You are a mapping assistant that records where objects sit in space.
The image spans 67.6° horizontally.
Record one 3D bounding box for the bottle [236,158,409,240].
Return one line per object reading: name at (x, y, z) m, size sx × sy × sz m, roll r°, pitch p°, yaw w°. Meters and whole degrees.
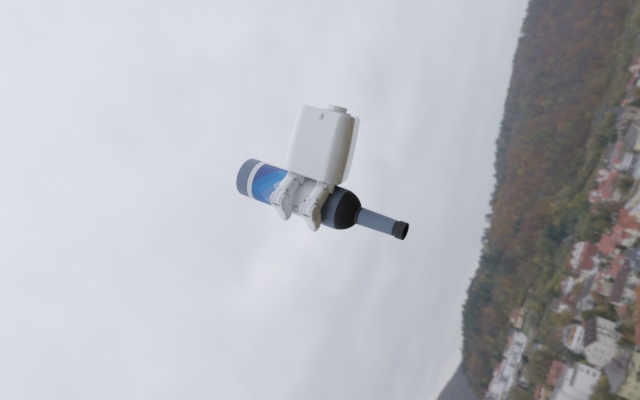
bottle at (0.000, 0.003, 0.767) m, size 0.295 × 0.069 × 0.069 m, roll 19°, pitch 8°, yaw 25°
